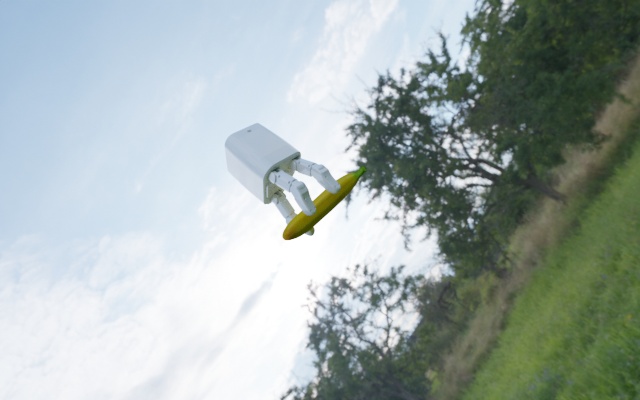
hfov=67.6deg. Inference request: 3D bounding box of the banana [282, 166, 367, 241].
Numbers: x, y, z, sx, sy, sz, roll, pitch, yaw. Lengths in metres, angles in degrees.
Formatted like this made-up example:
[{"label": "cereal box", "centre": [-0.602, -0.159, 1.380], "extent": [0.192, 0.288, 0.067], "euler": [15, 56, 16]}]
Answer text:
[{"label": "banana", "centre": [0.001, 0.008, 0.850], "extent": [0.197, 0.037, 0.070], "euler": [-43, -13, -19]}]
